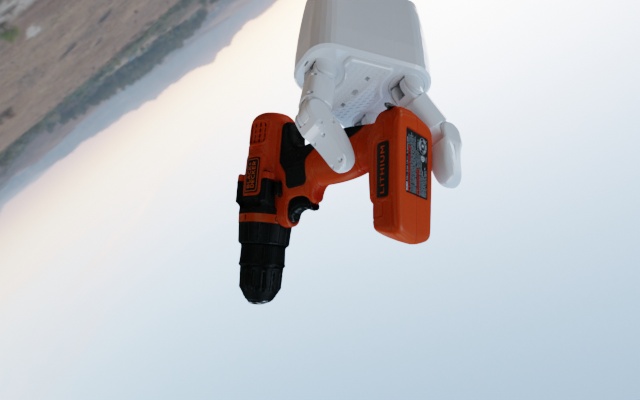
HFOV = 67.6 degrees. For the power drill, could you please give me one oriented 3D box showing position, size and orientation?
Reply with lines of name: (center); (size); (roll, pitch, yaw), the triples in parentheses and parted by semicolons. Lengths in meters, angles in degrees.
power drill: (0.000, 0.001, 0.414); (0.187, 0.184, 0.057); (-4, -11, 38)
